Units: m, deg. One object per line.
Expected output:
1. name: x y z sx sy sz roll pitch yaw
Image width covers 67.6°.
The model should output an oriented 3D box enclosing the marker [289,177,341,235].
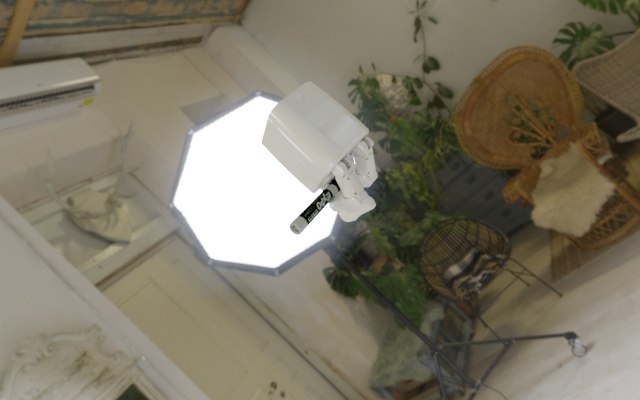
1. marker: 0.000 0.002 0.622 0.020 0.020 0.121 0 34 39
